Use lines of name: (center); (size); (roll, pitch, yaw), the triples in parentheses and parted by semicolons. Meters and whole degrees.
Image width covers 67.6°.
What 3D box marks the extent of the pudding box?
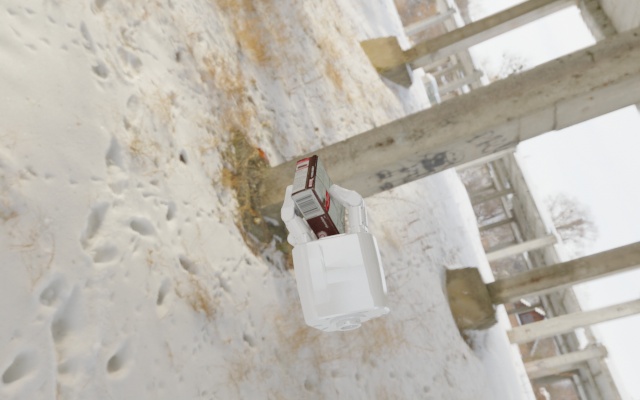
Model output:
pudding box: (0.000, 0.002, 0.713); (0.039, 0.114, 0.090); (-18, 34, 16)
